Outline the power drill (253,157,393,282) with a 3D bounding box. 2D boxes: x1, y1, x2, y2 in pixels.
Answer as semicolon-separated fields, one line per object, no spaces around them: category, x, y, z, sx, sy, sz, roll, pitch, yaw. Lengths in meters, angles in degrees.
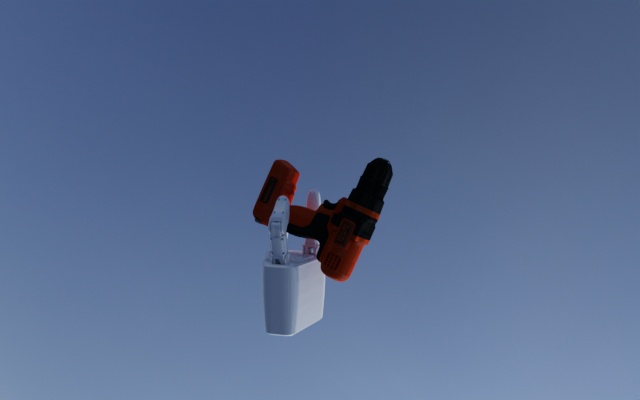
power drill;0.000;0.002;0.707;0.187;0.184;0.057;24;-1;32
